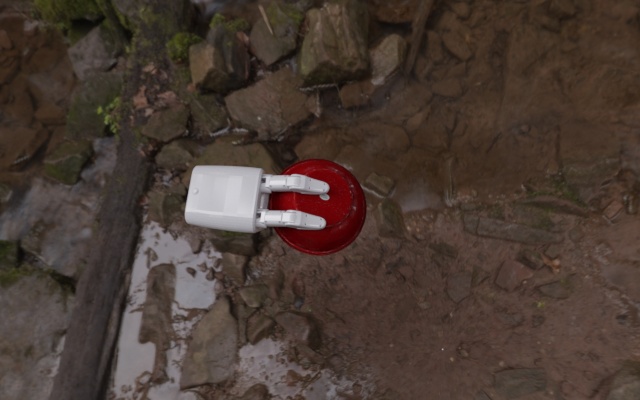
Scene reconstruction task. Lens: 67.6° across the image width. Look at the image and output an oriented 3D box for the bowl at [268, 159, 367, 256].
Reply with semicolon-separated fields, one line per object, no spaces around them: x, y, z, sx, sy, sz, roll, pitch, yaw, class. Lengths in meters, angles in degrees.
0.001;0.002;0.746;0.162;0.162;0.055;0;-15;-10;bowl
